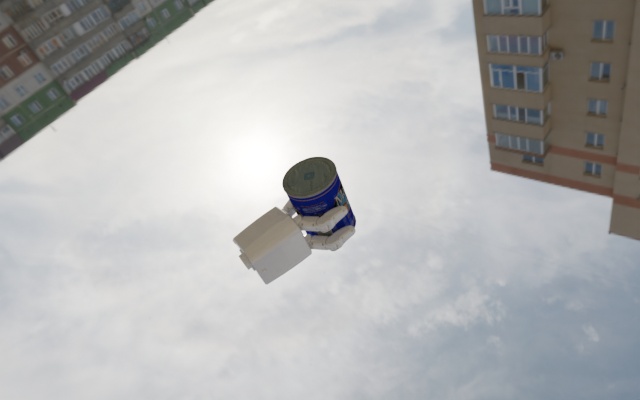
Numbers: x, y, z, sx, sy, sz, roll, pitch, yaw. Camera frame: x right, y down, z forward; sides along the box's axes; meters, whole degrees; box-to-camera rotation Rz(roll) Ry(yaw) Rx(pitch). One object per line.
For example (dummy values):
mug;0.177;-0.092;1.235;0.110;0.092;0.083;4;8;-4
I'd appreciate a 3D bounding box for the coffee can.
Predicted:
coffee can;0.000;0.003;0.897;0.103;0.102;0.140;0;-43;25
